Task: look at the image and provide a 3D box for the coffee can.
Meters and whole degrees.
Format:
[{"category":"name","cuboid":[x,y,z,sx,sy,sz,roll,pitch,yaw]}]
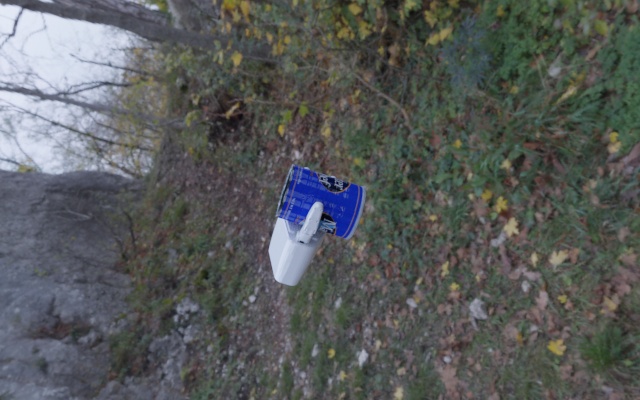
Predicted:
[{"category":"coffee can","cuboid":[0.000,0.003,0.876,0.140,0.103,0.103,18,-3,-8]}]
